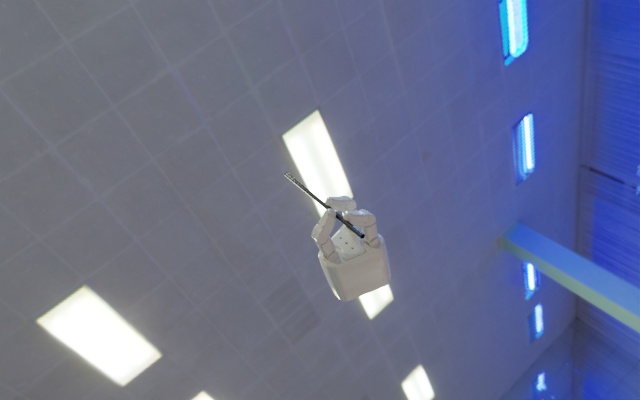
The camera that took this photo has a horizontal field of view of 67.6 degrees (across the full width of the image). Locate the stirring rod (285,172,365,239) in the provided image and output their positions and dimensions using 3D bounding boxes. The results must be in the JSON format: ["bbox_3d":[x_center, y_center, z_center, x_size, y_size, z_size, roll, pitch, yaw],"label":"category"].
[{"bbox_3d":[0.000,0.003,0.818,0.011,0.011,0.239,0,26,-37],"label":"stirring rod"}]
